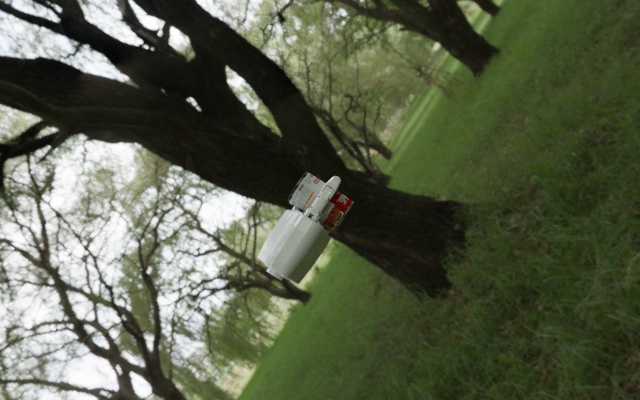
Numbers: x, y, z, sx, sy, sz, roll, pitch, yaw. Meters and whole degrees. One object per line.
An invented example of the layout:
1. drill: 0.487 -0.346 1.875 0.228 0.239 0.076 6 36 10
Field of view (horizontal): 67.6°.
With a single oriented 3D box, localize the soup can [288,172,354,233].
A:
1. soup can: 0.000 0.002 0.870 0.102 0.068 0.068 33 1 2
